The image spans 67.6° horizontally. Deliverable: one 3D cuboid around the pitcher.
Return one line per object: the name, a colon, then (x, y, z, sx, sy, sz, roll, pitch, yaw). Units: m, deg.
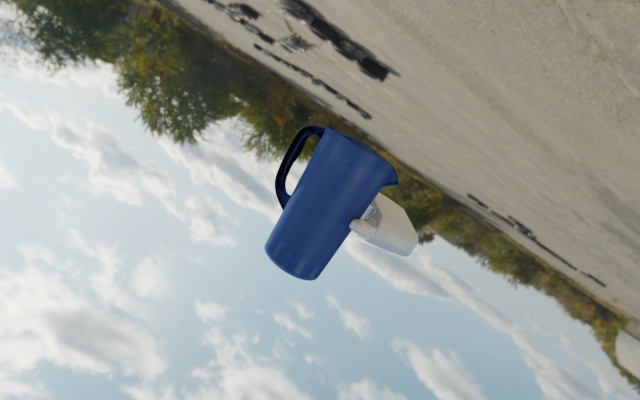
pitcher: (0.000, 0.003, 0.801, 0.145, 0.243, 0.149, 26, 11, -35)
